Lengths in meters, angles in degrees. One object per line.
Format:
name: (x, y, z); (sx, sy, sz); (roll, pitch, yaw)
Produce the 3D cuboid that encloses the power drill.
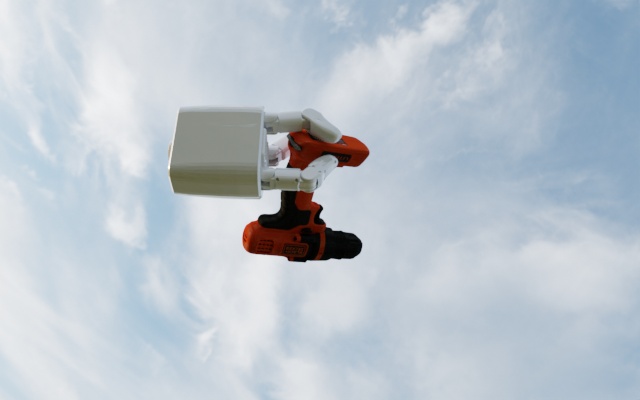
power drill: (0.000, 0.002, 0.655); (0.184, 0.188, 0.057); (6, 26, -28)
